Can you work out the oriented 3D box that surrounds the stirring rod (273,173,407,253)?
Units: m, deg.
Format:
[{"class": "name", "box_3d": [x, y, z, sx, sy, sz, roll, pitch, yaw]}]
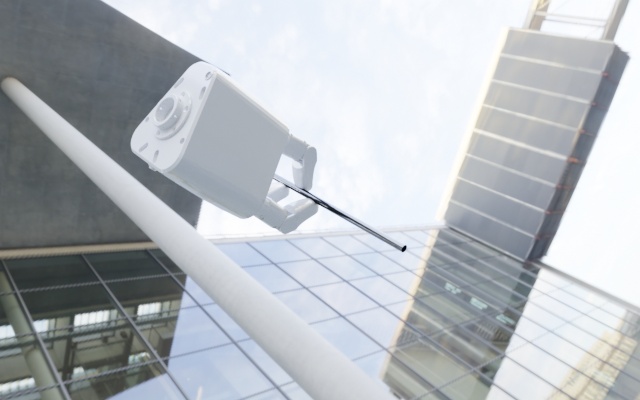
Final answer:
[{"class": "stirring rod", "box_3d": [0.000, 0.002, 0.528, 0.011, 0.011, 0.239, 0, 21, -45]}]
